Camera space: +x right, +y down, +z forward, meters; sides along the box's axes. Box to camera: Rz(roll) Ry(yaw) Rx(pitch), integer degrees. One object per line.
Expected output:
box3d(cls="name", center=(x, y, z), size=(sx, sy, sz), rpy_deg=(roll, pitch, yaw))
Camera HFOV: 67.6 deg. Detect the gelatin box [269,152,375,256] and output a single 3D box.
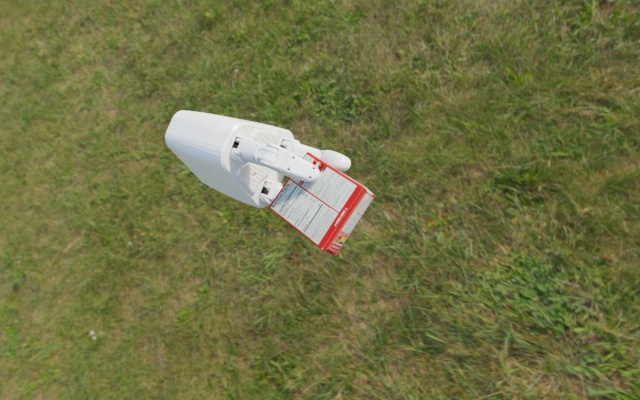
box3d(cls="gelatin box", center=(0.000, 0.002, 0.488), size=(0.089, 0.073, 0.030), rpy_deg=(35, 2, 36))
